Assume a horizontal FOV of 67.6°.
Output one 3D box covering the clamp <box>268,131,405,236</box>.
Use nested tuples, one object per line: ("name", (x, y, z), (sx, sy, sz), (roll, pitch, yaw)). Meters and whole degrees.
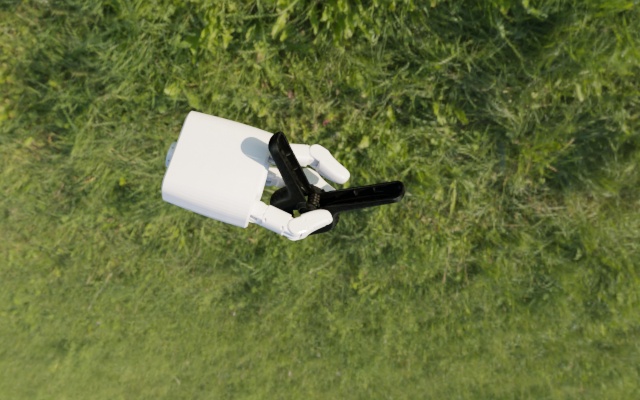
("clamp", (0.000, 0.003, 0.604), (0.164, 0.036, 0.210), (19, -30, -5))
